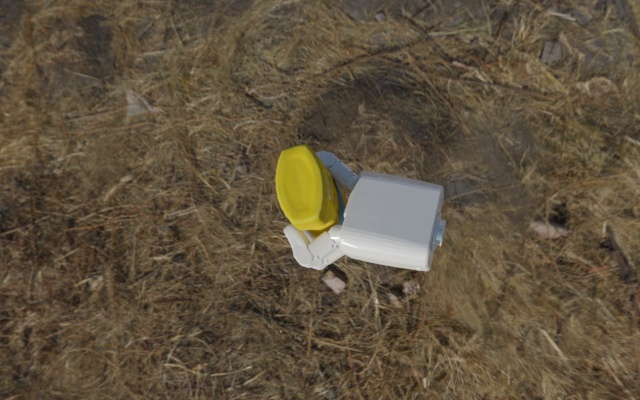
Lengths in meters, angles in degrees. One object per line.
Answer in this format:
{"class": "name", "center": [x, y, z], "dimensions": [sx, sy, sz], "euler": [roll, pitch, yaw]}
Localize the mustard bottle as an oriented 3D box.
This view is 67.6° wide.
{"class": "mustard bottle", "center": [0.000, 0.002, 0.624], "dimensions": [0.058, 0.096, 0.192], "euler": [-14, -17, 12]}
